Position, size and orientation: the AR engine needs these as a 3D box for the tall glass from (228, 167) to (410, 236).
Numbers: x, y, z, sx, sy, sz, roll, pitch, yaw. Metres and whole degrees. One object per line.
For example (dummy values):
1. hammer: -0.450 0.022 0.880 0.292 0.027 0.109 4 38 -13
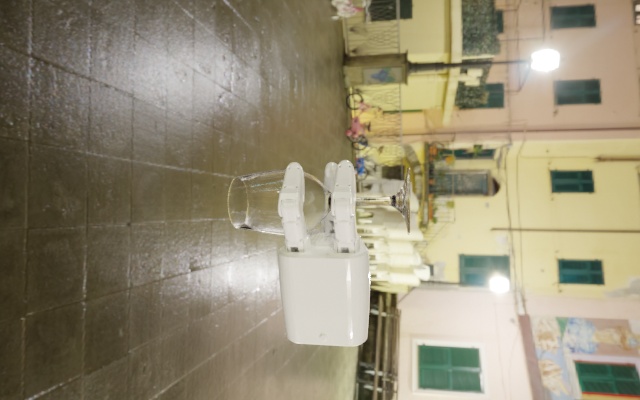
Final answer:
1. tall glass: 0.001 0.002 0.542 0.201 0.079 0.079 0 0 11
